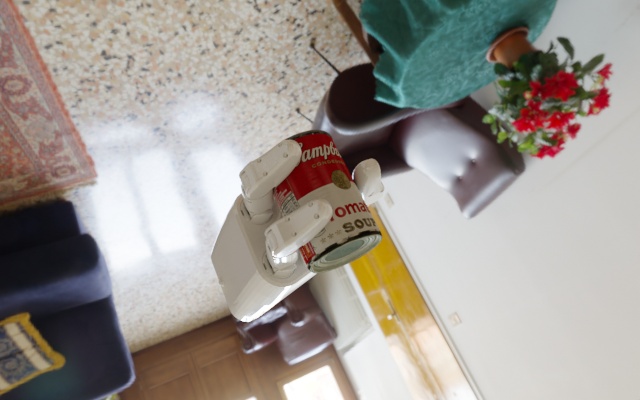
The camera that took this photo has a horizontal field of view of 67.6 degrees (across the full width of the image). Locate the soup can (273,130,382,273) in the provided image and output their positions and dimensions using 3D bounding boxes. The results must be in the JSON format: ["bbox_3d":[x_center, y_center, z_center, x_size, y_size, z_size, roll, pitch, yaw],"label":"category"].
[{"bbox_3d":[0.000,0.001,0.402,0.068,0.102,0.068,-23,-21,-9],"label":"soup can"}]
